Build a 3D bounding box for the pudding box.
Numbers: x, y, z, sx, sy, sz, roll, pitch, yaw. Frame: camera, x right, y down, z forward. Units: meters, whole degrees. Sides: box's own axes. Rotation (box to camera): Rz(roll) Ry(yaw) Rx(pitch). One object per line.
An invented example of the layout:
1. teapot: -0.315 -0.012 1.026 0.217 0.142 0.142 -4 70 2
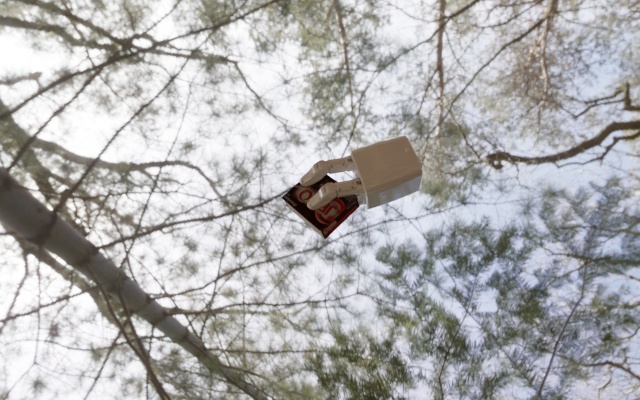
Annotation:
1. pudding box: 0.000 0.003 0.857 0.113 0.090 0.039 38 -17 34
